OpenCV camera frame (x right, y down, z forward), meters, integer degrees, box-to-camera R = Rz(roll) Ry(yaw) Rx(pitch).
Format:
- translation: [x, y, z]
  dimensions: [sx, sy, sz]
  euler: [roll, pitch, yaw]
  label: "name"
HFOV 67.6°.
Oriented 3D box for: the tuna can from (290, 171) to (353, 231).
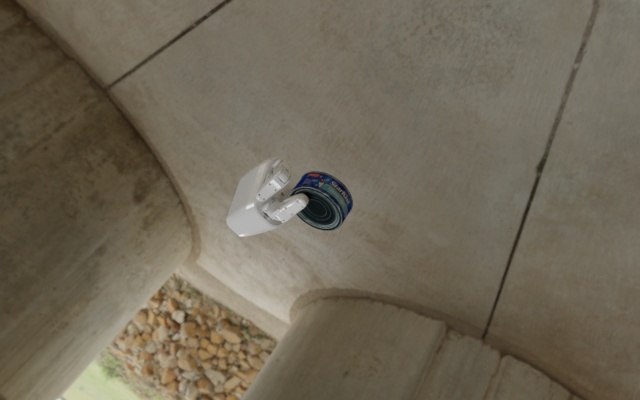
- translation: [0.000, 0.003, 0.672]
  dimensions: [0.086, 0.086, 0.033]
  euler: [0, 41, 36]
  label: "tuna can"
